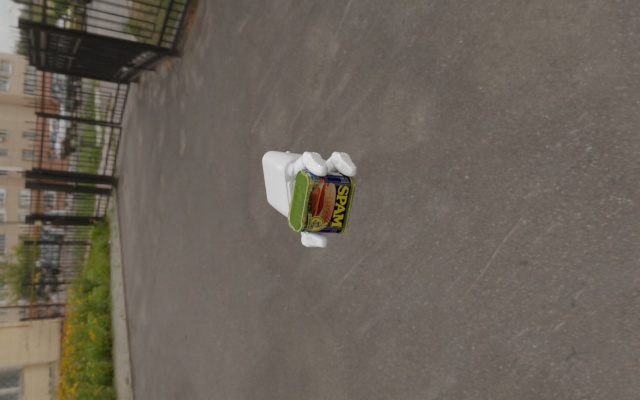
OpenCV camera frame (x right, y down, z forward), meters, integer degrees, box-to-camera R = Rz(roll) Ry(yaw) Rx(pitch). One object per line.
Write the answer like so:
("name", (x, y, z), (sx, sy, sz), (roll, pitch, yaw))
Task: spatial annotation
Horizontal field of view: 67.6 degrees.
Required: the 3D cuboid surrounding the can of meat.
("can of meat", (0.000, 0.003, 0.765), (0.084, 0.102, 0.057), (3, 15, -29))
